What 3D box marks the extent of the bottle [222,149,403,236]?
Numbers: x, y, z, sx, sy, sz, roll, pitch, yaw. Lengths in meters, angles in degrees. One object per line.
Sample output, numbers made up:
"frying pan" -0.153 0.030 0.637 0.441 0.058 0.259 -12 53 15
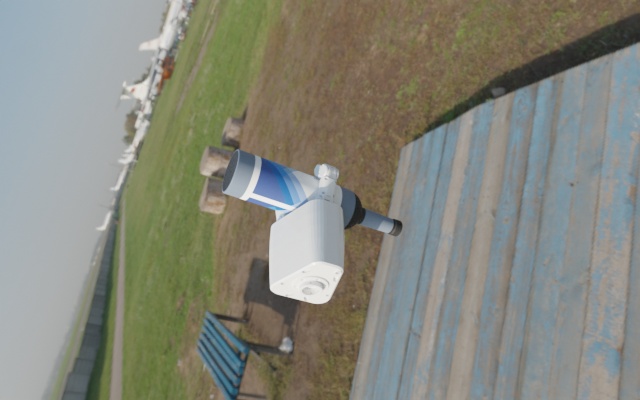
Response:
"bottle" 0.000 0.002 0.735 0.296 0.069 0.069 19 -8 -23
